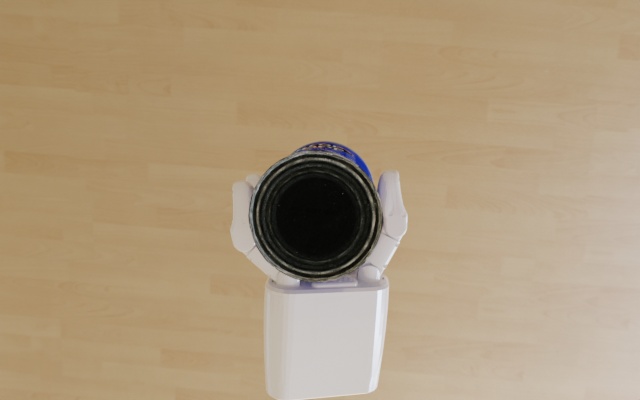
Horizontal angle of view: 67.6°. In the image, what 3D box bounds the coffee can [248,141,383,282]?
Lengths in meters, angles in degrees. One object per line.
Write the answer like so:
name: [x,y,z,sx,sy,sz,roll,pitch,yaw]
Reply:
coffee can: [0.000,0.001,0.428,0.103,0.103,0.140,0,10,3]
